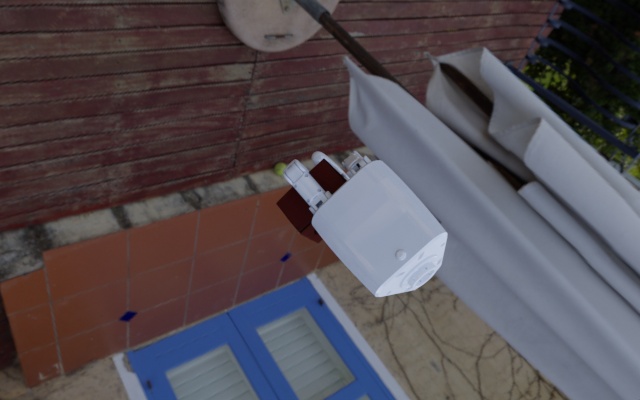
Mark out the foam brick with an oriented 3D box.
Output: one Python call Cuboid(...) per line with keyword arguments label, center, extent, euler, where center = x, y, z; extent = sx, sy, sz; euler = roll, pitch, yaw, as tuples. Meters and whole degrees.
Cuboid(label="foam brick", center=(0.000, 0.002, 0.546), extent=(0.078, 0.051, 0.053), euler=(-43, -27, 6))
